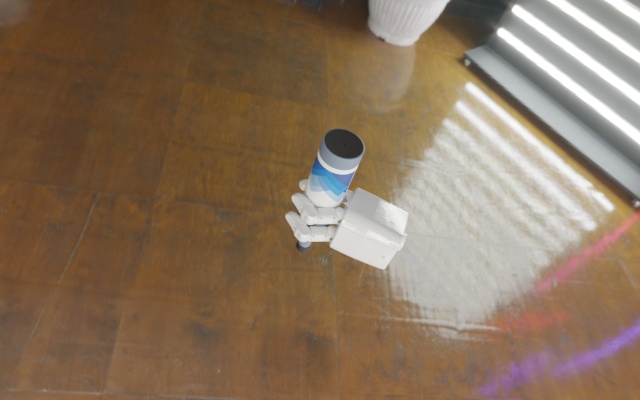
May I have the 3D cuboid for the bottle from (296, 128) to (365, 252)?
[{"bbox_3d":[0.000,0.003,0.835,0.069,0.069,0.296,0,-37,-18],"label":"bottle"}]
